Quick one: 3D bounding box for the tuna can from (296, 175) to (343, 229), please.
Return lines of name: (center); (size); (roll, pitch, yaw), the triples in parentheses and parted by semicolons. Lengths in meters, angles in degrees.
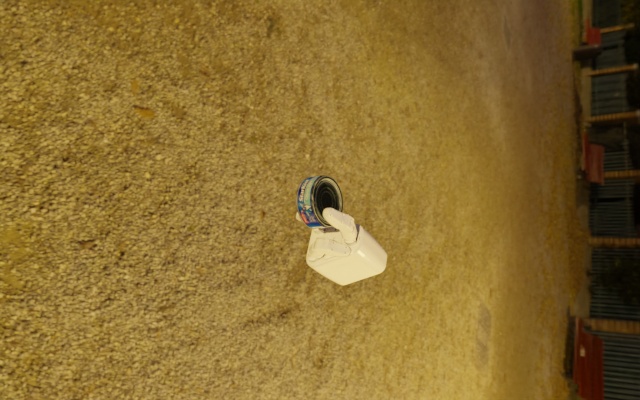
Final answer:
tuna can: (0.001, 0.002, 0.770); (0.034, 0.086, 0.086); (-6, -4, 37)
